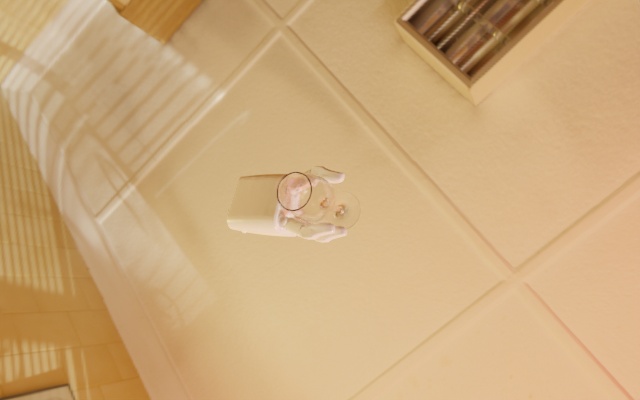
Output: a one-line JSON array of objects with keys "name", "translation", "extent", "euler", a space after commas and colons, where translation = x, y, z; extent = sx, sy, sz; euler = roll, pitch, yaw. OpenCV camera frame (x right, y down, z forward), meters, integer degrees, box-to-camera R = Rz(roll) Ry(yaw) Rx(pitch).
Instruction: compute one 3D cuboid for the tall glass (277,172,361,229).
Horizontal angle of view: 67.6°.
[{"name": "tall glass", "translation": [0.001, 0.003, 0.824], "extent": [0.079, 0.079, 0.201], "euler": [0, -10, 25]}]
